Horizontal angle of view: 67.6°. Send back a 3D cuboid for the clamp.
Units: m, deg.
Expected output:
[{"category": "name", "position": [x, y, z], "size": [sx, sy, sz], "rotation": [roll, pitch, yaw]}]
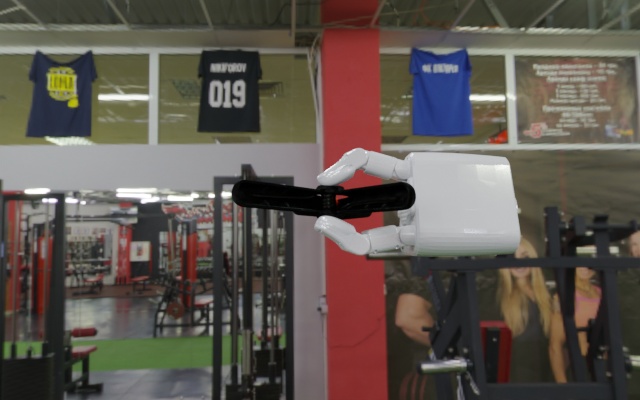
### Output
[{"category": "clamp", "position": [0.000, 0.001, 0.512], "size": [0.164, 0.036, 0.210], "rotation": [3, -5, -1]}]
